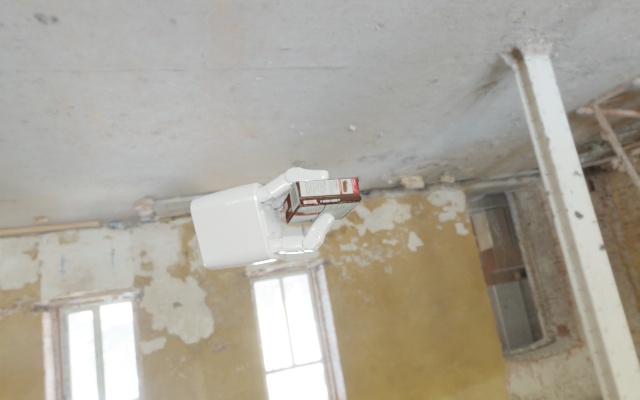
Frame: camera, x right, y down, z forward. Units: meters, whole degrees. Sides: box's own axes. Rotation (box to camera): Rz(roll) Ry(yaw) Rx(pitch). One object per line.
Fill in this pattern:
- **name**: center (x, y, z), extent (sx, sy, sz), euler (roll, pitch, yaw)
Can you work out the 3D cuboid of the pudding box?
- **pudding box**: center (0.000, 0.002, 0.686), extent (0.090, 0.039, 0.113), euler (-5, -13, -14)
